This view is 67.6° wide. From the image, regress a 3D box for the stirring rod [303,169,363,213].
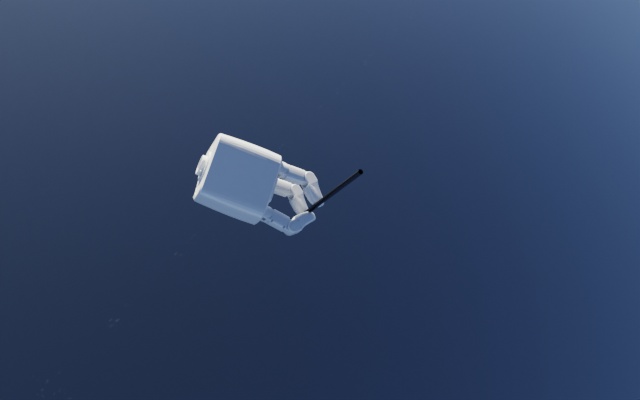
[{"bbox_3d":[0.000,0.003,0.761,0.011,0.011,0.240,0,-21,-30],"label":"stirring rod"}]
